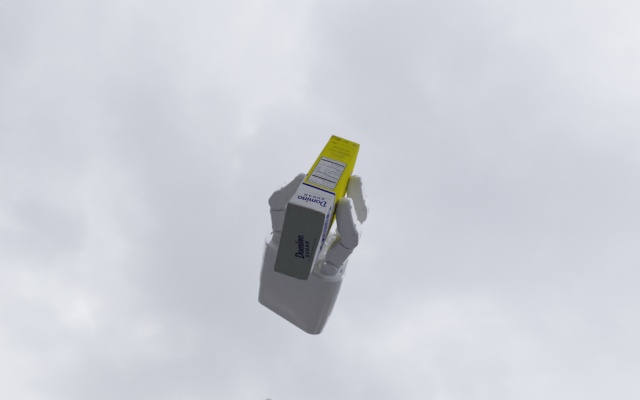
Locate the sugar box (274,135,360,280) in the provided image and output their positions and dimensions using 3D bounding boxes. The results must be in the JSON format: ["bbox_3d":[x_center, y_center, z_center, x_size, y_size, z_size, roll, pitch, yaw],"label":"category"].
[{"bbox_3d":[0.001,0.002,0.551,0.048,0.093,0.176,17,34,4],"label":"sugar box"}]
